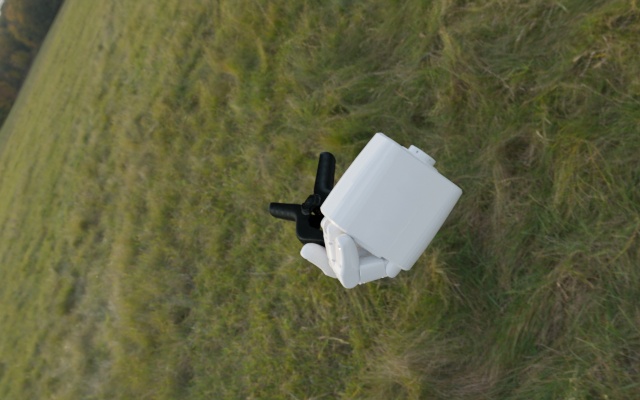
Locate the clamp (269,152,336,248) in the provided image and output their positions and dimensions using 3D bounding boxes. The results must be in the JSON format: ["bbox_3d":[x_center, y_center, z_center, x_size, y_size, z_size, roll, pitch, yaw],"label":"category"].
[{"bbox_3d":[0.000,0.002,0.615,0.039,0.120,0.171,34,5,-35],"label":"clamp"}]
